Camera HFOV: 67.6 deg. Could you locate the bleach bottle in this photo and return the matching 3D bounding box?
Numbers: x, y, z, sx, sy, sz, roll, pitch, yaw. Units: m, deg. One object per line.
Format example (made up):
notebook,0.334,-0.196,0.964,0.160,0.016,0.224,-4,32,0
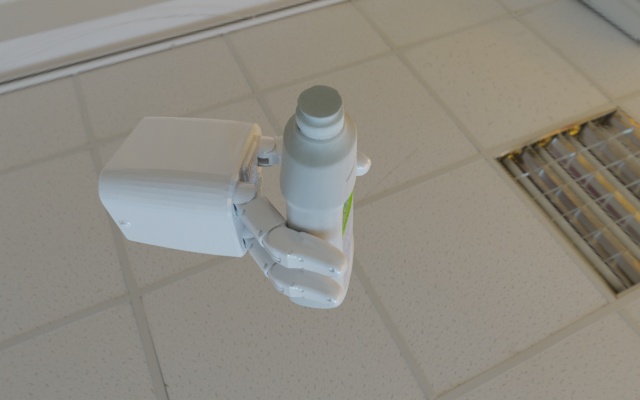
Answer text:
bleach bottle,0.000,0.001,0.402,0.068,0.102,0.251,6,-33,4
